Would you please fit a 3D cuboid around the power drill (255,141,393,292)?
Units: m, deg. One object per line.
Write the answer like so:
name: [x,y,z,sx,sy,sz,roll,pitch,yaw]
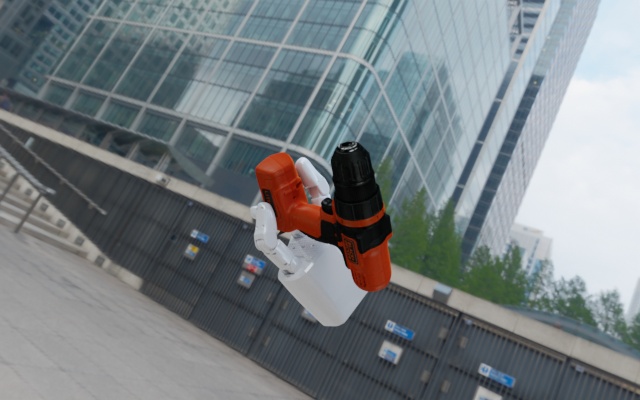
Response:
power drill: [0.000,0.002,0.557,0.057,0.184,0.187,-30,35,-28]
